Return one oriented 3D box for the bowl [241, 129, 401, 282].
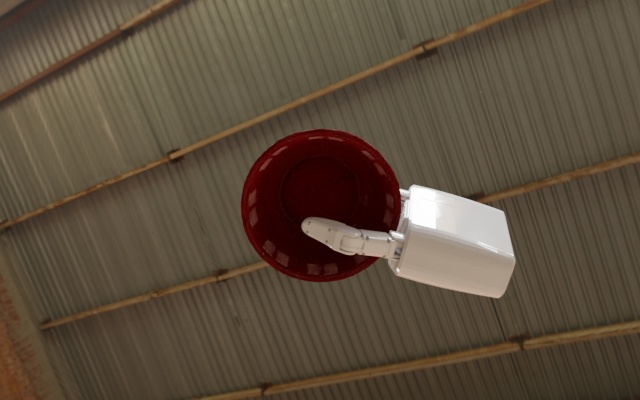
[{"bbox_3d":[-0.001,0.001,0.501,0.162,0.162,0.055,0,18,-2],"label":"bowl"}]
